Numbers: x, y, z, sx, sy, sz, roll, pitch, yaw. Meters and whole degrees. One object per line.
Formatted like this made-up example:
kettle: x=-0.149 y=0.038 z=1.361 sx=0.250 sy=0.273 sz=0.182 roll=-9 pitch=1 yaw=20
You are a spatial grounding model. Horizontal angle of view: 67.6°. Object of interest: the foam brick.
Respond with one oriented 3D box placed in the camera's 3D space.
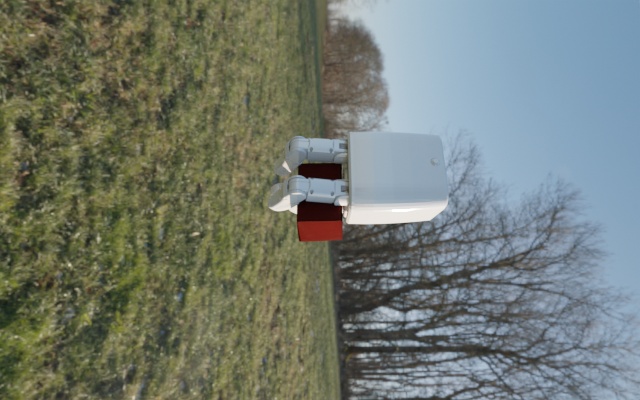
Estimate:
foam brick: x=0.000 y=0.002 z=0.550 sx=0.051 sy=0.078 sz=0.053 roll=0 pitch=-28 yaw=1
